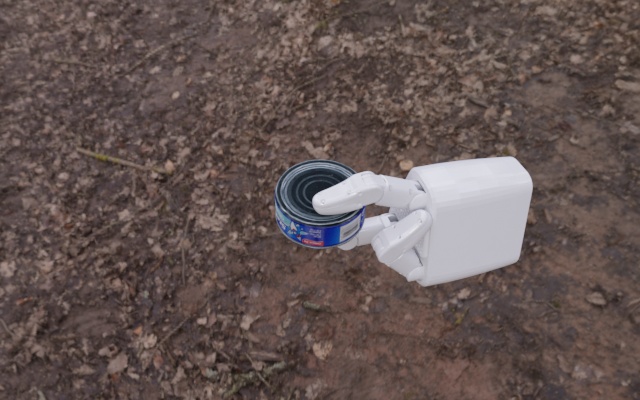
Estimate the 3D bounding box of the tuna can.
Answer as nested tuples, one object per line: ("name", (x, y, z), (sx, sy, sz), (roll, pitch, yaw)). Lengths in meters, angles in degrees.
("tuna can", (0.000, 0.001, 0.445), (0.086, 0.086, 0.034), (0, -42, -1))
